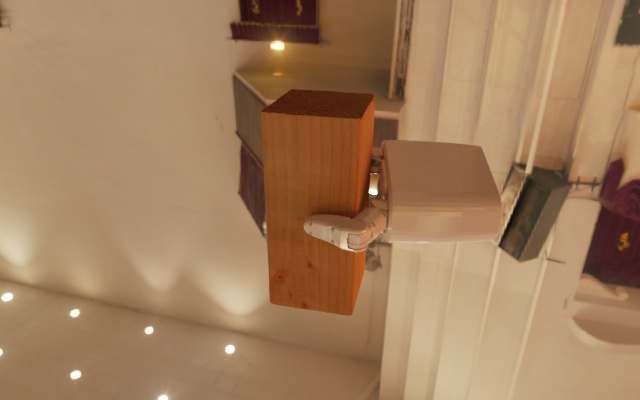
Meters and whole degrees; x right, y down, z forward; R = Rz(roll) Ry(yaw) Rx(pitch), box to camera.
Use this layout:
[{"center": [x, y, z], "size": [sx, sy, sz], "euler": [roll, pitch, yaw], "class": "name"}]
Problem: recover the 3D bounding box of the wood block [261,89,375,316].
[{"center": [0.000, 0.002, 0.483], "size": [0.090, 0.206, 0.090], "euler": [6, 26, 12], "class": "wood block"}]
